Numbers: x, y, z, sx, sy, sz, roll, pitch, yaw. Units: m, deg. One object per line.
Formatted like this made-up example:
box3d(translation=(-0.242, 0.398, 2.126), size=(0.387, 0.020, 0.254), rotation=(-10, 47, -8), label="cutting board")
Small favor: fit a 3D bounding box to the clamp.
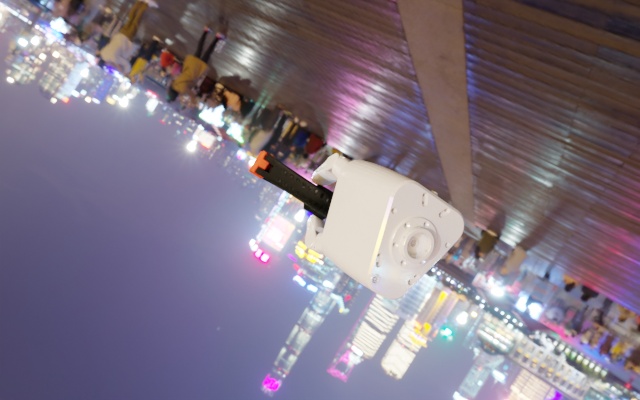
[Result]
box3d(translation=(-0.001, 0.002, 0.593), size=(0.210, 0.036, 0.164), rotation=(32, -1, -25), label="clamp")
